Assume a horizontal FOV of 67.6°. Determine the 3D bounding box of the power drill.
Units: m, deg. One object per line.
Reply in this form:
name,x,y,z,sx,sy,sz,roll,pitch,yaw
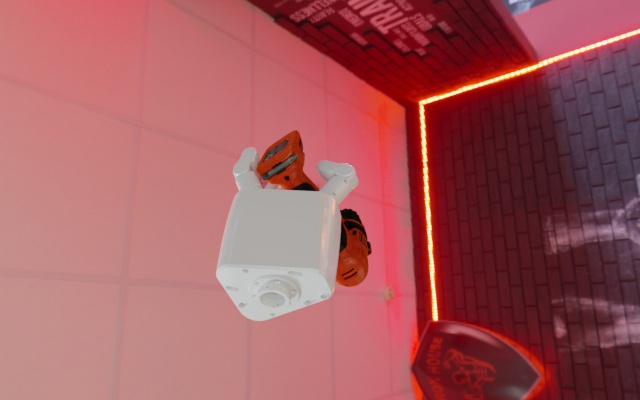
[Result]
power drill,0.000,0.002,0.622,0.057,0.188,0.184,-34,15,11
